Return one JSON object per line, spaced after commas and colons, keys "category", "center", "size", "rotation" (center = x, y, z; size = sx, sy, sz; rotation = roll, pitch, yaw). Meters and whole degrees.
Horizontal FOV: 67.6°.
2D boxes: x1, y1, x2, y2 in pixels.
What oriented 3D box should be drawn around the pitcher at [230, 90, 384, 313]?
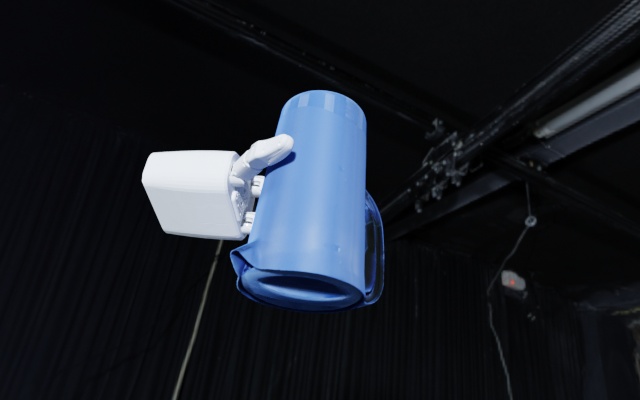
{"category": "pitcher", "center": [0.000, 0.002, 0.551], "size": [0.145, 0.242, 0.149], "rotation": [1, -30, 12]}
